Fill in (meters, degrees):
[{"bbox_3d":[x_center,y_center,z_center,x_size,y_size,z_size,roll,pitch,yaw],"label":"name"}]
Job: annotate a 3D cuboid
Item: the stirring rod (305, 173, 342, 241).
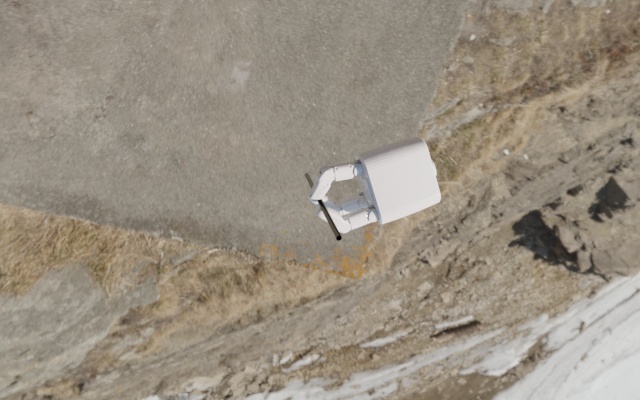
[{"bbox_3d":[0.000,0.002,0.750,0.011,0.011,0.239,0,24,-13],"label":"stirring rod"}]
